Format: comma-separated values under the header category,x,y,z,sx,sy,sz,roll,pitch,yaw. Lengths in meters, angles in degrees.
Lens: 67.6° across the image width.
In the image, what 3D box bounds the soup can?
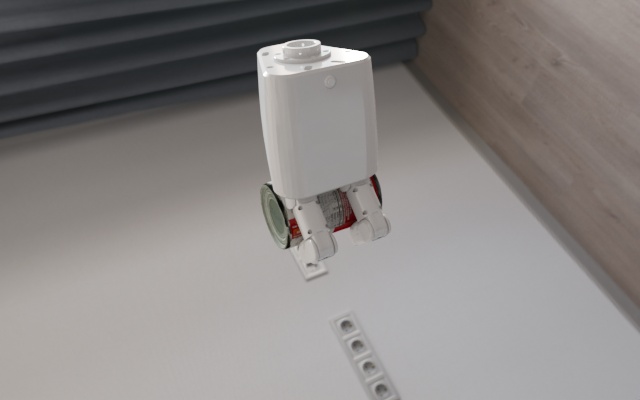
category,x,y,z,sx,sy,sz,roll,pitch,yaw
soup can,0.000,0.002,0.470,0.102,0.068,0.068,-18,7,-21
